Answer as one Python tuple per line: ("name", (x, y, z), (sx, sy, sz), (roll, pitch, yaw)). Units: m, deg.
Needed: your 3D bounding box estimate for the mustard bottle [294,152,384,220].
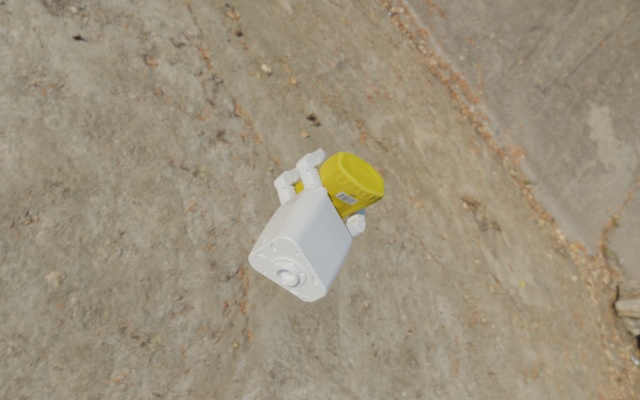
("mustard bottle", (0.000, 0.002, 0.737), (0.096, 0.058, 0.192), (28, -43, -31))
